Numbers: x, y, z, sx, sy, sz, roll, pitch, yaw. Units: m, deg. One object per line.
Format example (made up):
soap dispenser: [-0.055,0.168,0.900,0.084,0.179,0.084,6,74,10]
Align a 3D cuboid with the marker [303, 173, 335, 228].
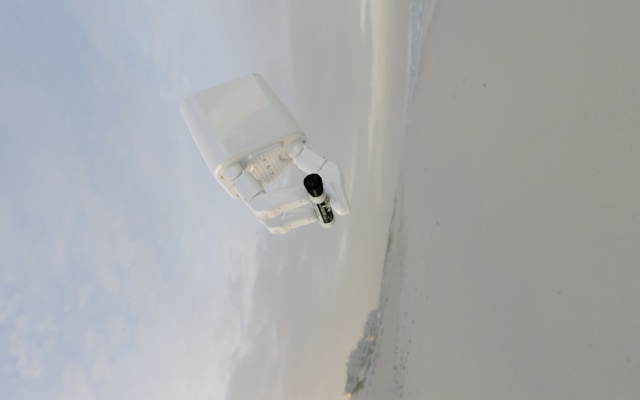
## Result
marker: [0.000,0.002,0.508,0.020,0.020,0.121,0,-21,9]
